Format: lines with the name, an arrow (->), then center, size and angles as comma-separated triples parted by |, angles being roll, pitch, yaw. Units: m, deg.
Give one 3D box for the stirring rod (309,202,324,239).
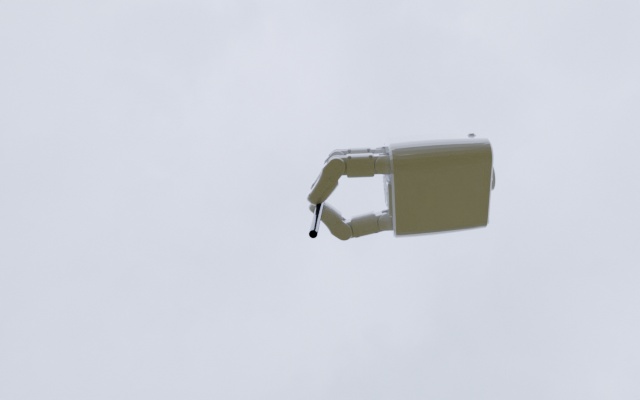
stirring rod -> 0.000, 0.002, 0.536 | 0.011, 0.011, 0.239 | 0, 13, 3
